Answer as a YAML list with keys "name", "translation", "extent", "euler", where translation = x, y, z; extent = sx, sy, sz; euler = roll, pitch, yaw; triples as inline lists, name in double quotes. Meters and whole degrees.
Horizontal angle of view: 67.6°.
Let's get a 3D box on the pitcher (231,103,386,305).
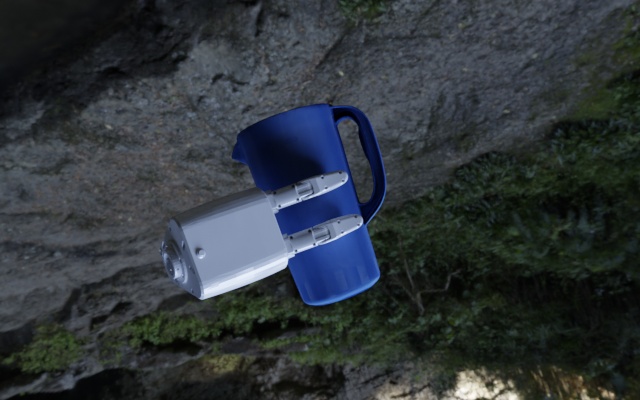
- name: "pitcher"
  translation: [0.000, 0.002, 0.622]
  extent: [0.145, 0.243, 0.149]
  euler: [-19, 0, -35]
